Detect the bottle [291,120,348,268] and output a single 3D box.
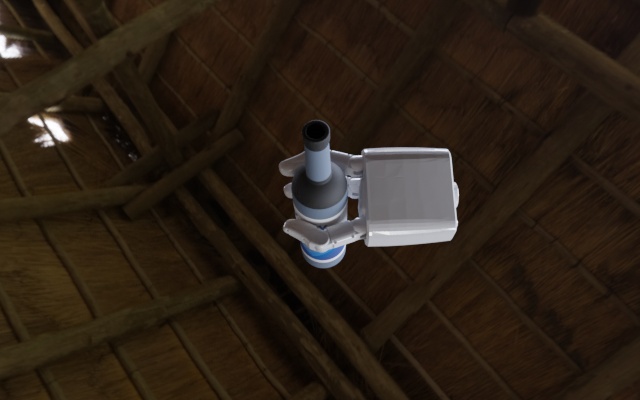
[{"bbox_3d":[0.000,0.002,0.590,0.069,0.069,0.296,0,-28,2],"label":"bottle"}]
